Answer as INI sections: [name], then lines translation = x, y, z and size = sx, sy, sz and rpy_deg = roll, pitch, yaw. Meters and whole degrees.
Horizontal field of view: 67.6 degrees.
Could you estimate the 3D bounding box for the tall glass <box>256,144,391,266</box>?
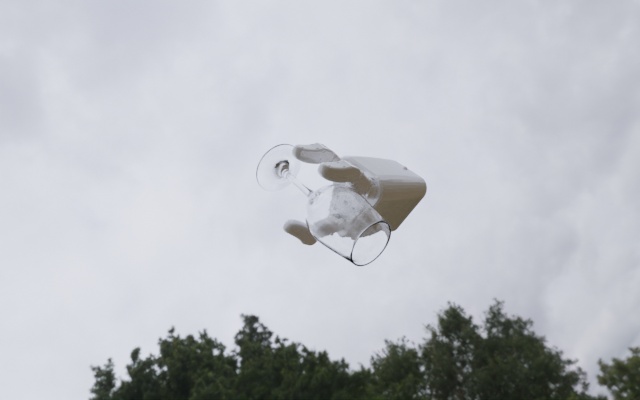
[tall glass]
translation = 0.000, 0.002, 0.612
size = 0.079, 0.079, 0.201
rpy_deg = 0, 29, -42
